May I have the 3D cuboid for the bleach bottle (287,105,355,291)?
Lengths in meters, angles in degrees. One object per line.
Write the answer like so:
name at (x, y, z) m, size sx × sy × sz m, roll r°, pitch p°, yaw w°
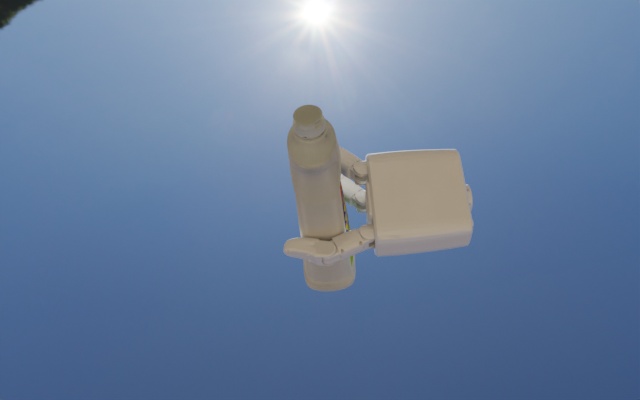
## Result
bleach bottle at (0.000, 0.002, 0.543) m, size 0.068 × 0.102 × 0.251 m, roll -5°, pitch -38°, yaw 3°
